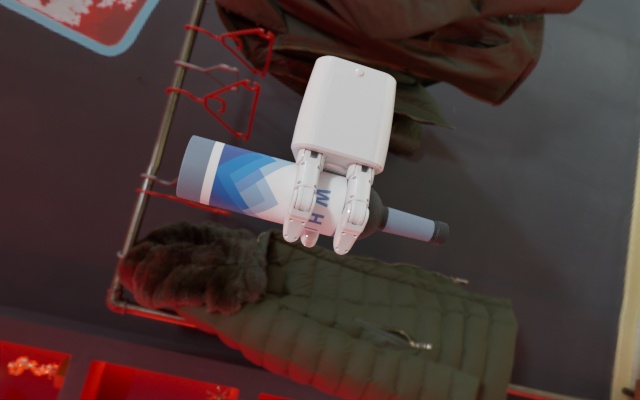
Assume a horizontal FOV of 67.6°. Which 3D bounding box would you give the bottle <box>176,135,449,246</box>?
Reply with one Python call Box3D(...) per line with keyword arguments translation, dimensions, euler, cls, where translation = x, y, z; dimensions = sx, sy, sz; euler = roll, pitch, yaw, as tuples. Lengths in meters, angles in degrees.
Box3D(translation=(0.000, 0.002, 0.520), dimensions=(0.296, 0.069, 0.069), euler=(15, -3, -10), cls="bottle")
